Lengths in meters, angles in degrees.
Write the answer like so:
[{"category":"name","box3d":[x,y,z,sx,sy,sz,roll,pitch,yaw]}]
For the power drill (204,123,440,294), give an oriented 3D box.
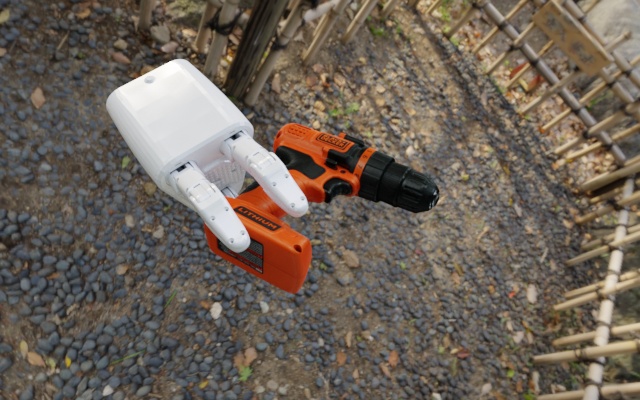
[{"category":"power drill","box3d":[0.000,0.002,0.449,0.184,0.057,0.187,22,40,22]}]
